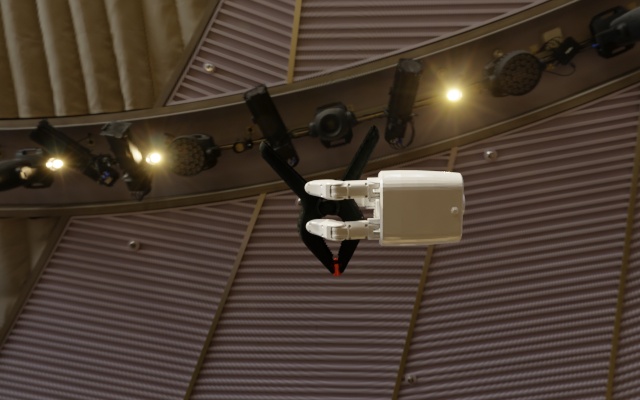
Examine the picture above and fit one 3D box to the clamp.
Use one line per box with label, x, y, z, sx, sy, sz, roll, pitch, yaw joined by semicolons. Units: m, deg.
clamp;0.000;0.003;0.669;0.164;0.210;0.036;-1;11;4
